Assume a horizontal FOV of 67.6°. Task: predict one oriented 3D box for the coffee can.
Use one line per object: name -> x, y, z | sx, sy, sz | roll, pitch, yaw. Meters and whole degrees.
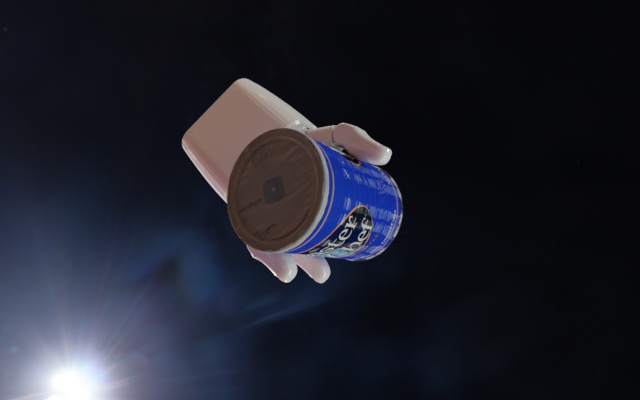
coffee can -> 0.000, 0.001, 0.441 | 0.103, 0.103, 0.140 | 0, -9, 35
